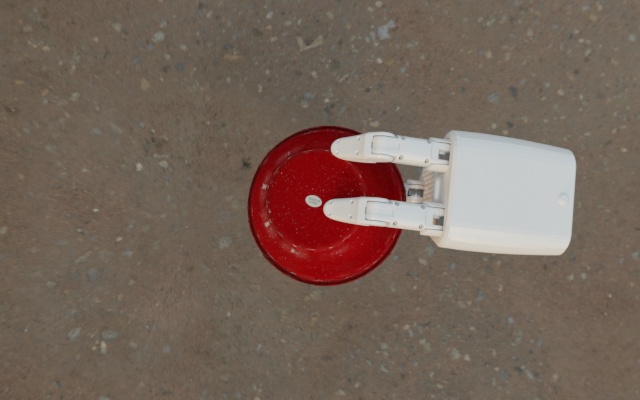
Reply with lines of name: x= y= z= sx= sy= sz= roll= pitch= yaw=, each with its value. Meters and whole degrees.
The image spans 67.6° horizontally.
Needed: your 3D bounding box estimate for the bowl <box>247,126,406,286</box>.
bowl: x=-0.001 y=0.002 z=0.454 sx=0.162 sy=0.162 sz=0.055 roll=0 pitch=-6 yaw=10
